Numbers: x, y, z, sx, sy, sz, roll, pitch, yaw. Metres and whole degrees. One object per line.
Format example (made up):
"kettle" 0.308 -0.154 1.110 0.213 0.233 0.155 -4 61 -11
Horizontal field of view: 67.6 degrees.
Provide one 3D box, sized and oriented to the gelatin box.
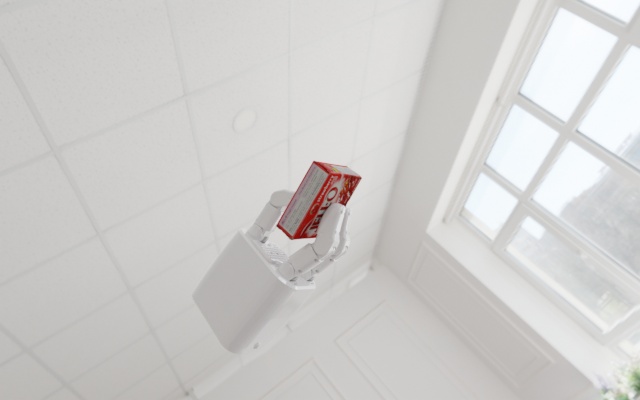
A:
"gelatin box" 0.000 0.001 0.539 0.030 0.089 0.073 38 18 27
